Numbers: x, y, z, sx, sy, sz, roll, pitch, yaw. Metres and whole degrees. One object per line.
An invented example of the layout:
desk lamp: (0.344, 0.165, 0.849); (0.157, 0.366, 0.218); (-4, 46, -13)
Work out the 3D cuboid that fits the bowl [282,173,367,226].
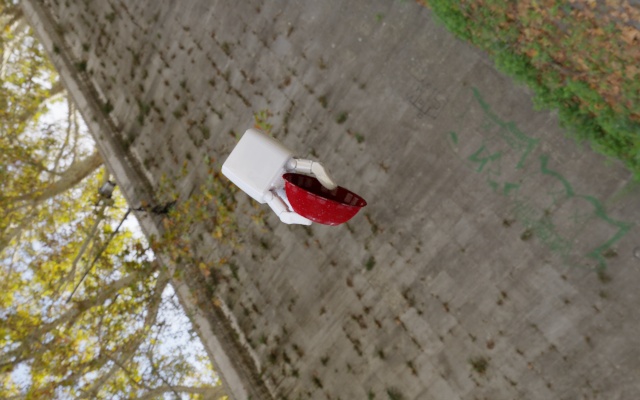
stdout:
bowl: (0.001, 0.004, 0.865); (0.162, 0.055, 0.162); (18, 12, -4)
